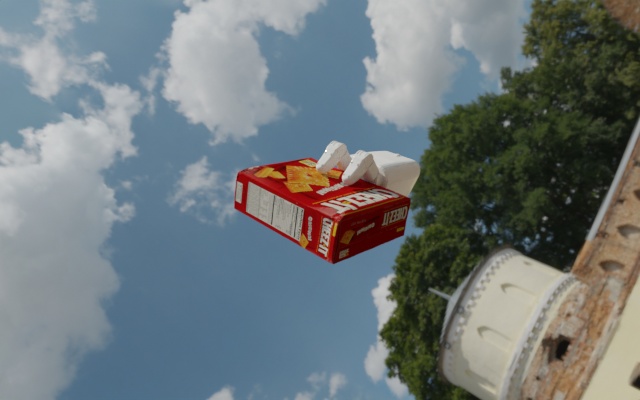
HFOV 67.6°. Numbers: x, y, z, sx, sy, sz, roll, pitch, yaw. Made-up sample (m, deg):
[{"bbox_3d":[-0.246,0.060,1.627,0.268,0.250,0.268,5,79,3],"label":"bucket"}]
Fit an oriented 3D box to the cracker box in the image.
[{"bbox_3d":[0.000,0.002,0.719,0.213,0.072,0.164,25,27,38],"label":"cracker box"}]
